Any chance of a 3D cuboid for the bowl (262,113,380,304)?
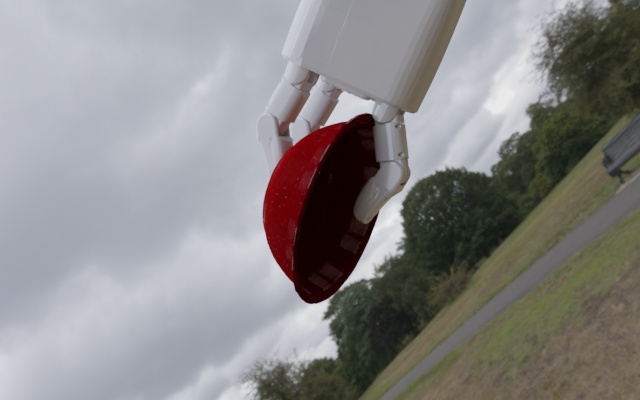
[{"bbox_3d":[-0.001,0.002,0.401,0.055,0.162,0.162,18,8,25],"label":"bowl"}]
